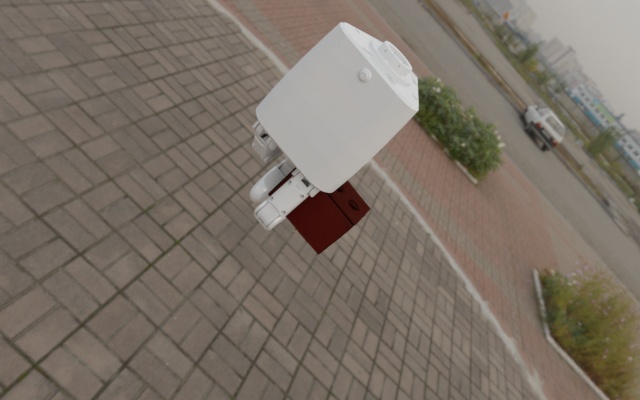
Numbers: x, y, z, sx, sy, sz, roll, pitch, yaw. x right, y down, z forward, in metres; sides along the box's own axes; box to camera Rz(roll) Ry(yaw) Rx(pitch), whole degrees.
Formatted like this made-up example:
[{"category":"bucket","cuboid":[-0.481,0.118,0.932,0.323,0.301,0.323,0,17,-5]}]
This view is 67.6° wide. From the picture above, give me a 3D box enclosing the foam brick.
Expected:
[{"category":"foam brick","cuboid":[0.000,0.002,0.458,0.051,0.078,0.053,-41,-2,26]}]
